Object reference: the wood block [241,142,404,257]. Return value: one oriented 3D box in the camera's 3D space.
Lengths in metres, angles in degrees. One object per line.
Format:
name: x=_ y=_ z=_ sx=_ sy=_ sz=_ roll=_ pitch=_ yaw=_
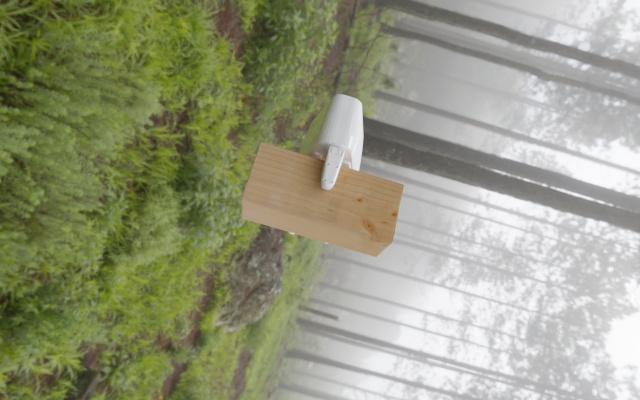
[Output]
wood block: x=0.000 y=0.002 z=0.676 sx=0.206 sy=0.090 sz=0.091 roll=16 pitch=-22 yaw=-3
